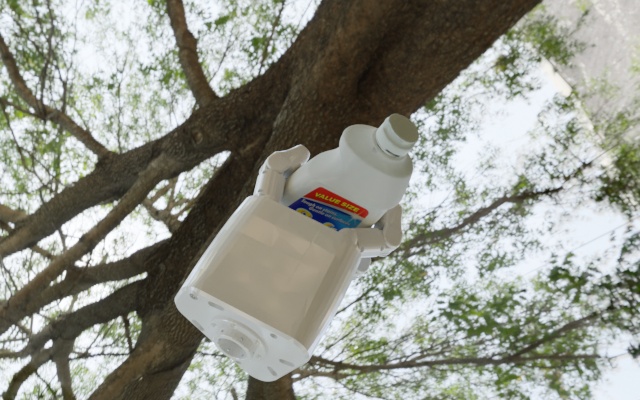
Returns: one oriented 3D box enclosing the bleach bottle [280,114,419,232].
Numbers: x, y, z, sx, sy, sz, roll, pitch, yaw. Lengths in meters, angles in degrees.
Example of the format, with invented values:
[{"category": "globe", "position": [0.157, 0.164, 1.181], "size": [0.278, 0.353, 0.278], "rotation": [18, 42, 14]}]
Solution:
[{"category": "bleach bottle", "position": [0.000, 0.002, 0.461], "size": [0.102, 0.068, 0.251], "rotation": [38, -43, -5]}]
